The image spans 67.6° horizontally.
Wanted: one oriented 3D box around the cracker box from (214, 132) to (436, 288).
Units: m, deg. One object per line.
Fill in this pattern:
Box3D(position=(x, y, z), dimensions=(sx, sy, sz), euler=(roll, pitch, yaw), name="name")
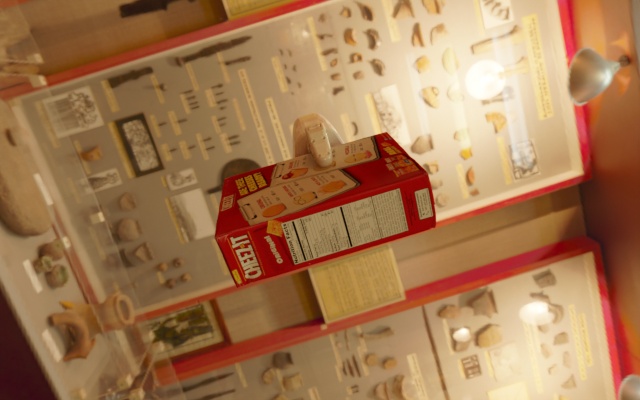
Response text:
Box3D(position=(0.000, 0.002, 0.533), dimensions=(0.214, 0.072, 0.164), euler=(-17, 24, 0), name="cracker box")
